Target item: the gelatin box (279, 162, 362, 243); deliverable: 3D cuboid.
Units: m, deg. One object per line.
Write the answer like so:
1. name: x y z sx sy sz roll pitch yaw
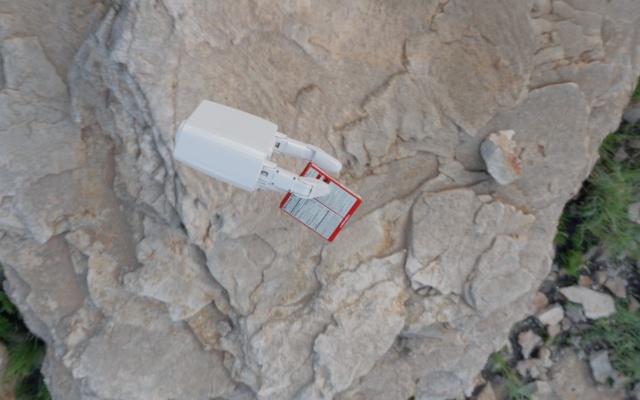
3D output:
1. gelatin box: 0.000 0.002 0.648 0.089 0.073 0.030 35 9 -7
